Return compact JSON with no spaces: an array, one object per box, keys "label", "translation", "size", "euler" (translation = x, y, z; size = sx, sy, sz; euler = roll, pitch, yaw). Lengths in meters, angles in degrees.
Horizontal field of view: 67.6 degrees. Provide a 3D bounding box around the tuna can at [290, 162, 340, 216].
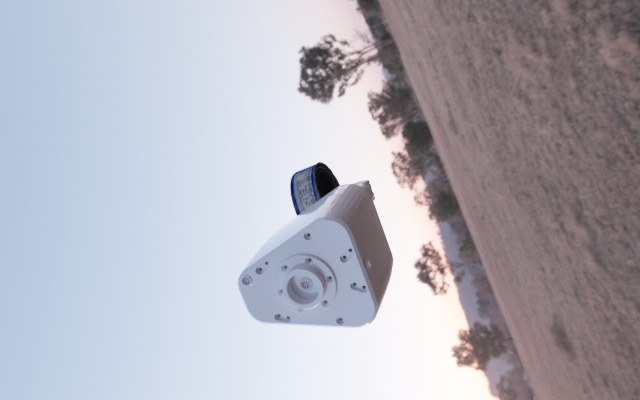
[{"label":"tuna can","translation":[0.000,0.002,0.543],"size":[0.034,0.086,0.086],"euler":[-20,-7,20]}]
